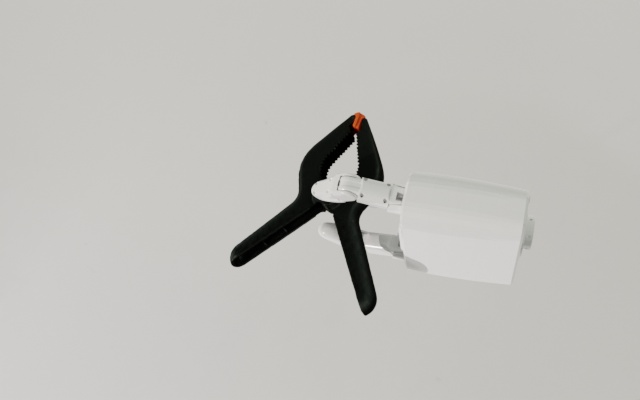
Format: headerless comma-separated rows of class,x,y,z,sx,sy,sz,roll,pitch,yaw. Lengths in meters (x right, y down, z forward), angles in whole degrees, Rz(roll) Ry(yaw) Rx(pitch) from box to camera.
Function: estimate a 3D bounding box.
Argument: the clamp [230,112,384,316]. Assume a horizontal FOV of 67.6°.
clamp,0.000,0.001,0.509,0.164,0.210,0.036,9,-18,19
